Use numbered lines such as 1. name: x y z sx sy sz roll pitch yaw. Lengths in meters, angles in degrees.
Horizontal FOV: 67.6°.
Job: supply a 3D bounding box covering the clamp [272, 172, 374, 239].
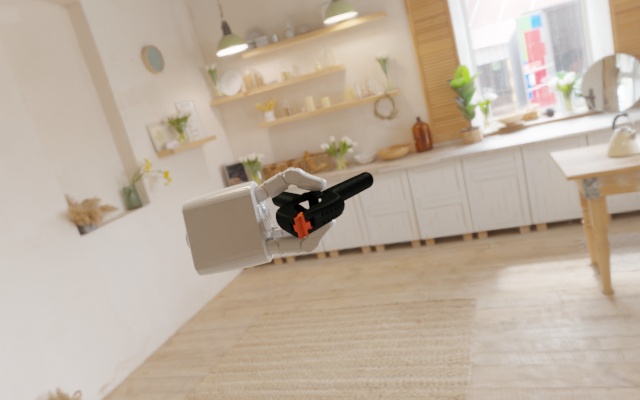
1. clamp: 0.000 0.002 0.670 0.164 0.036 0.210 -14 13 5
